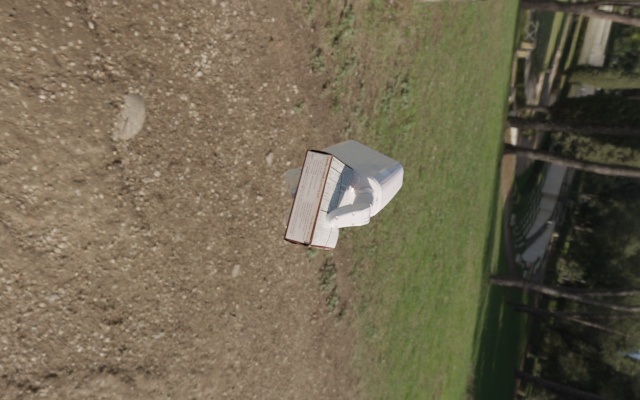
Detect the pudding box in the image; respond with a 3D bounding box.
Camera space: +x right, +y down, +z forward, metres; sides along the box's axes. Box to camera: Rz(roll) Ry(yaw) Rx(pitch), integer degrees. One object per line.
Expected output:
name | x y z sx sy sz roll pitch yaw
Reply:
pudding box | 0.000 0.002 0.584 0.039 0.113 0.090 11 -4 22
